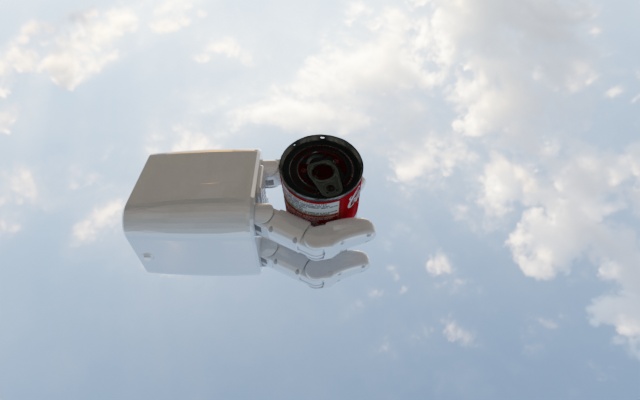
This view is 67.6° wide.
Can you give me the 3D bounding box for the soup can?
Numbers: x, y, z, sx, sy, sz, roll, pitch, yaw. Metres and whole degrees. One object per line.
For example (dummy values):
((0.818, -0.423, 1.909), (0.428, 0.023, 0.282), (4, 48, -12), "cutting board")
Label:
((0.001, 0.001, 0.421), (0.068, 0.068, 0.102), (0, -36, -1), "soup can")
